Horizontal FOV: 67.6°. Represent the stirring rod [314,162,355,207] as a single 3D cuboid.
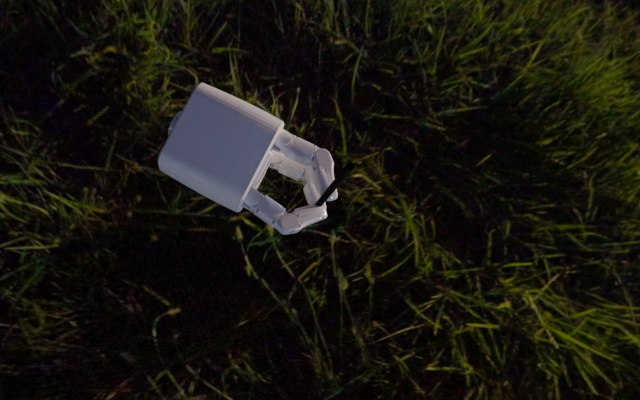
[{"bbox_3d":[0.000,0.002,0.553,0.011,0.011,0.239,0,-16,-14],"label":"stirring rod"}]
